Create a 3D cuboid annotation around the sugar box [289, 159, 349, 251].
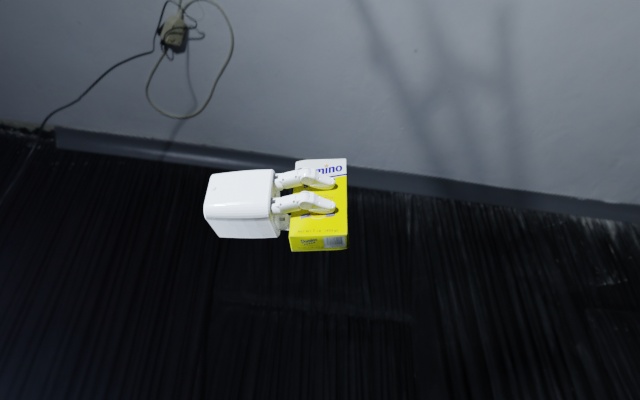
[{"bbox_3d":[0.000,0.002,0.799,0.093,0.176,0.048,-2,-41,4],"label":"sugar box"}]
